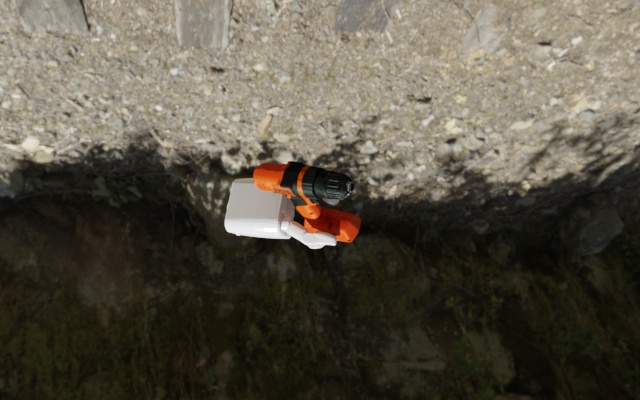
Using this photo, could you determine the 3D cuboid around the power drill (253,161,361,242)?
[{"bbox_3d":[0.000,0.003,0.806,0.184,0.057,0.188,11,-26,34],"label":"power drill"}]
